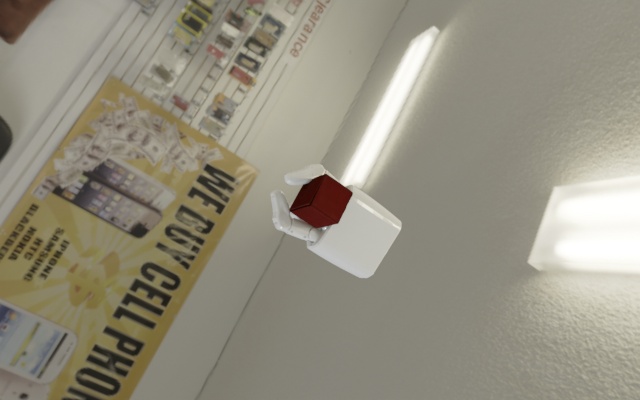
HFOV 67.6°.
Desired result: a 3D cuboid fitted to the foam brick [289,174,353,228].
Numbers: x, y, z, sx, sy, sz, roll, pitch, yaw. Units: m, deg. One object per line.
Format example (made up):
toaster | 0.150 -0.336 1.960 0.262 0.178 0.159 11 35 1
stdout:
foam brick | 0.000 0.002 0.683 0.051 0.053 0.078 34 -20 -17
